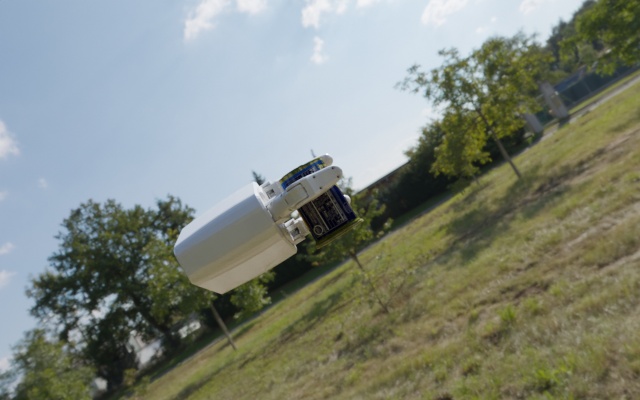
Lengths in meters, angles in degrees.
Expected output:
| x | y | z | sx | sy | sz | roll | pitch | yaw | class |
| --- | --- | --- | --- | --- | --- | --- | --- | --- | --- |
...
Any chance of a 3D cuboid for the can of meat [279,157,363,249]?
| x | y | z | sx | sy | sz | roll | pitch | yaw | class |
| --- | --- | --- | --- | --- | --- | --- | --- | --- | --- |
| 0.000 | 0.001 | 0.533 | 0.057 | 0.084 | 0.102 | -32 | -2 | 1 | can of meat |
